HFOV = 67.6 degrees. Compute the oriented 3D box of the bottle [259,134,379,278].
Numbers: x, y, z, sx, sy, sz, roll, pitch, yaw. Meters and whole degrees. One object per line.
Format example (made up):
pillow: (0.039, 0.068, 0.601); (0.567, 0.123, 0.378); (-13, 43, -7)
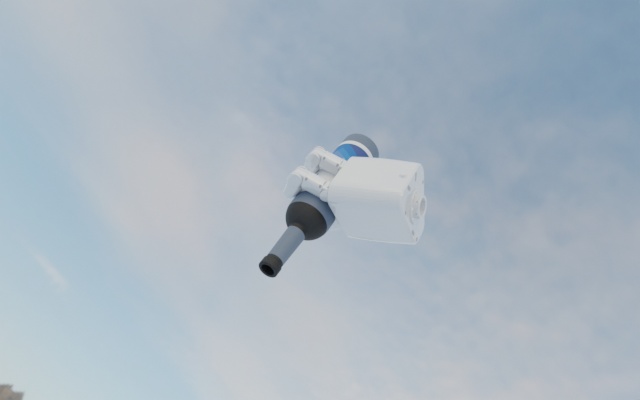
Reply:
bottle: (0.000, 0.002, 0.702); (0.069, 0.069, 0.295); (0, 36, 34)
